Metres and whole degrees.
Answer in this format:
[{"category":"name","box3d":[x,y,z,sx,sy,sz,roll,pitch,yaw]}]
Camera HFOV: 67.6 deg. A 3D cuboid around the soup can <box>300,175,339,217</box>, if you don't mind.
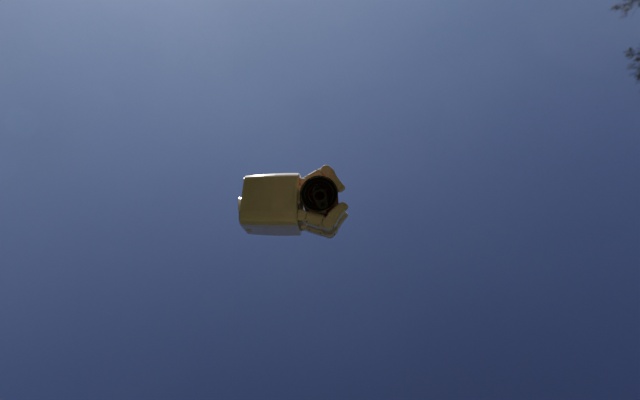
[{"category":"soup can","box3d":[0.001,0.003,0.894,0.068,0.068,0.102,0,-18,4]}]
